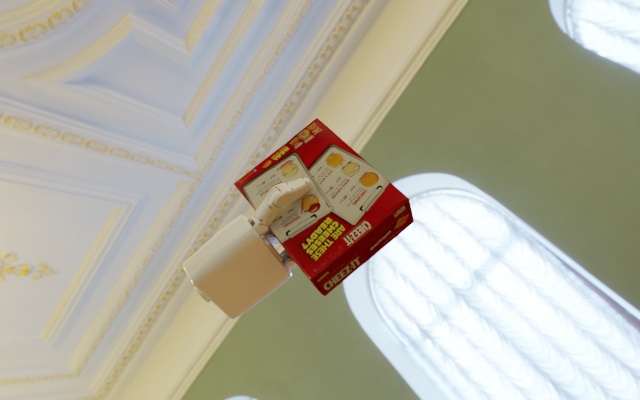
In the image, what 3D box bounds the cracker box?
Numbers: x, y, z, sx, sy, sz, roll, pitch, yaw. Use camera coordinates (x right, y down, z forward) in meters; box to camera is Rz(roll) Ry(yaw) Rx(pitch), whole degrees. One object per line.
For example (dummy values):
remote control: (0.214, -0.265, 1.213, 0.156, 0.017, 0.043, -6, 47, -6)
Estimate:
cracker box: (0.000, 0.002, 0.679, 0.213, 0.164, 0.072, 47, -8, 36)
